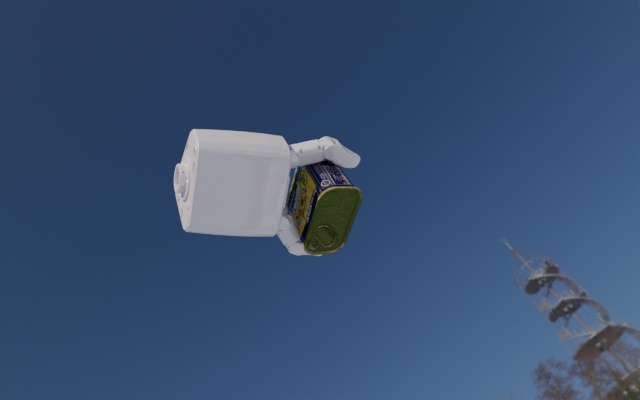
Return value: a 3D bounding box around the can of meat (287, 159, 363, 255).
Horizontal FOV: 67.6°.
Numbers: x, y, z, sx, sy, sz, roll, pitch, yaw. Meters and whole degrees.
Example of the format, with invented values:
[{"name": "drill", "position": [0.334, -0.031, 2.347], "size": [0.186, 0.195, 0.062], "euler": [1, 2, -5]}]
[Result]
[{"name": "can of meat", "position": [0.000, 0.002, 0.593], "size": [0.057, 0.102, 0.084], "euler": [-1, 37, -26]}]
